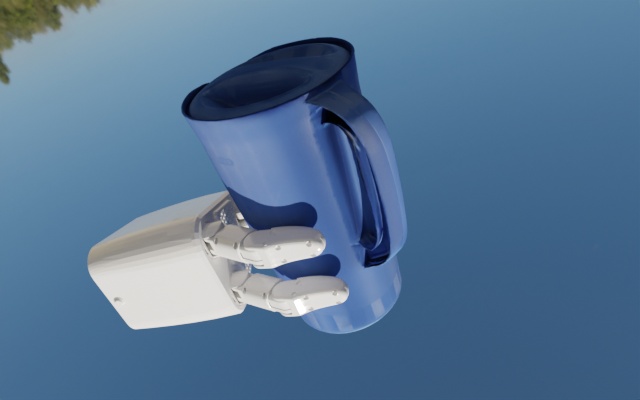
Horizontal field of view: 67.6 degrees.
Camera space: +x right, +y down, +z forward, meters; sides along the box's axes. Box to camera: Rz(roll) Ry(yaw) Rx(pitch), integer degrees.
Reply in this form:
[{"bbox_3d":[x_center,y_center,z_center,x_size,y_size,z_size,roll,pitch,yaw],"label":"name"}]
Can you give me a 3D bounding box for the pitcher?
[{"bbox_3d":[0.000,0.001,0.402,0.145,0.243,0.149,-13,34,12],"label":"pitcher"}]
